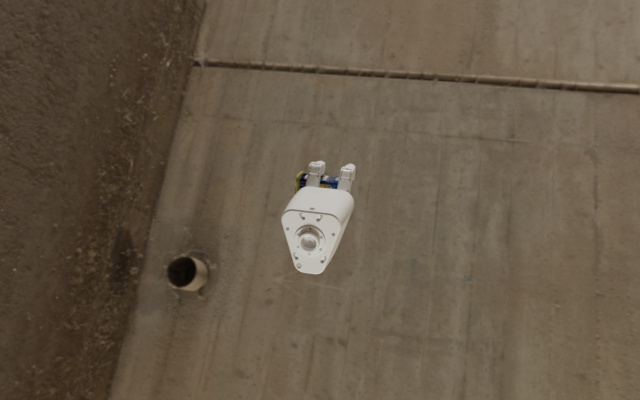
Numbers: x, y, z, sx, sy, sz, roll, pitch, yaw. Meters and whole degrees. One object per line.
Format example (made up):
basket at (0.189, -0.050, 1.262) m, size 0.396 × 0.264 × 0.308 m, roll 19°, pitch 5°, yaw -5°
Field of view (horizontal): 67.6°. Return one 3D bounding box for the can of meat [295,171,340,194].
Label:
can of meat at (0.000, 0.003, 0.863) m, size 0.084 × 0.102 × 0.057 m, roll 6°, pitch 17°, yaw 11°
